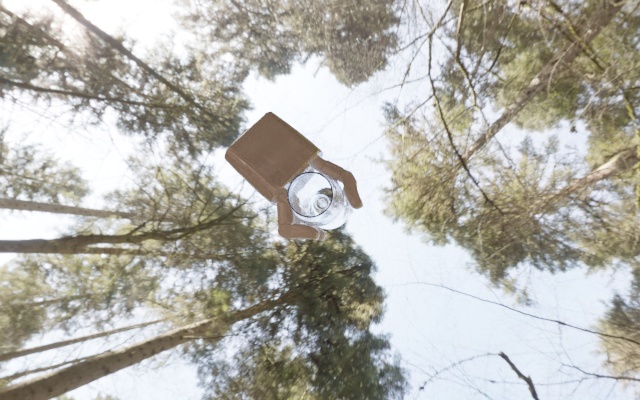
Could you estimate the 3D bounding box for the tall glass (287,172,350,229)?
[{"bbox_3d":[0.000,0.003,0.728,0.079,0.079,0.201,0,-6,8],"label":"tall glass"}]
